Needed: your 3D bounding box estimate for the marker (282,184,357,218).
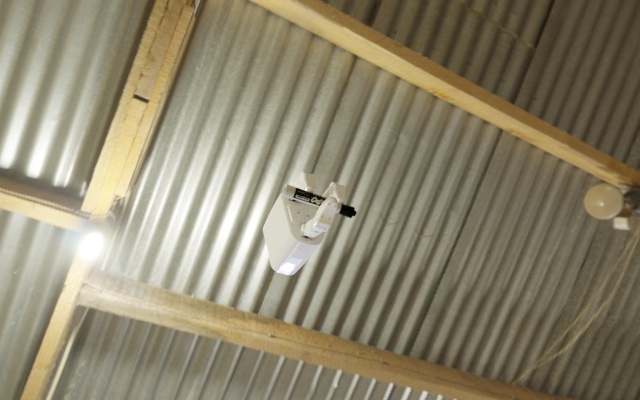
[{"bbox_3d":[0.000,0.002,0.733,0.121,0.020,0.020,19,-6,-17],"label":"marker"}]
